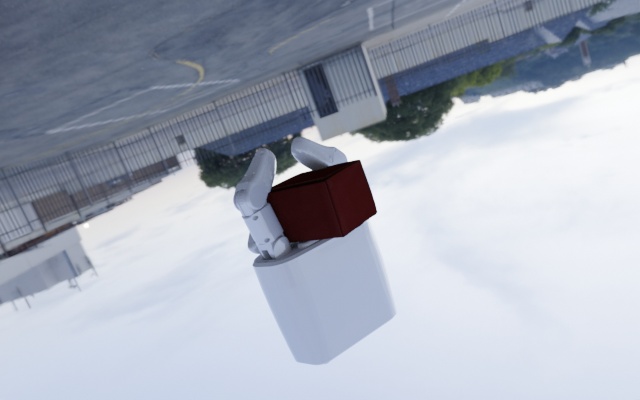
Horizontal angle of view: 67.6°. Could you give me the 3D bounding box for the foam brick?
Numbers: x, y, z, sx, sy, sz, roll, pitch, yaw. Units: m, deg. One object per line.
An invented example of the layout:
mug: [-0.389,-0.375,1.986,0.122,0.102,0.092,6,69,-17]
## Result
foam brick: [0.000,0.001,0.416,0.078,0.051,0.053,-10,14,44]
